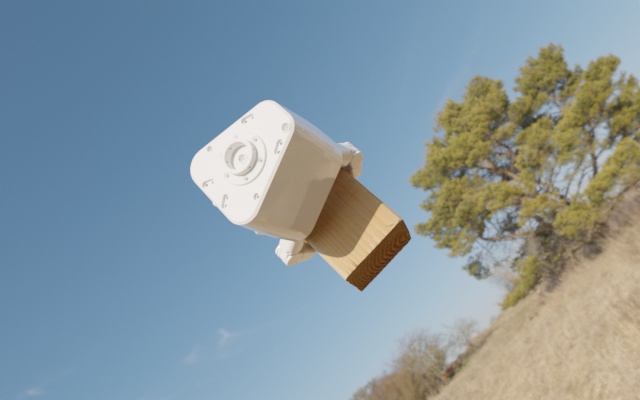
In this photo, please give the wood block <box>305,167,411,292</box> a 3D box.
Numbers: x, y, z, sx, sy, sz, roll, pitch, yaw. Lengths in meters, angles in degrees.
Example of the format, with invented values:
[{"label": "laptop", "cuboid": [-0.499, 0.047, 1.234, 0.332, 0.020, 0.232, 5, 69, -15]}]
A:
[{"label": "wood block", "cuboid": [0.000, 0.001, 0.580, 0.206, 0.091, 0.090, 43, -2, 25]}]
